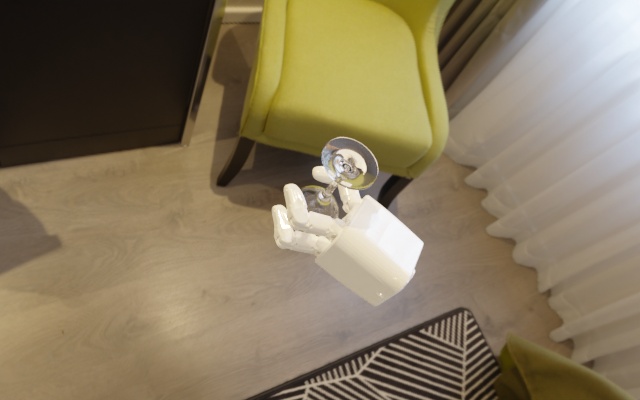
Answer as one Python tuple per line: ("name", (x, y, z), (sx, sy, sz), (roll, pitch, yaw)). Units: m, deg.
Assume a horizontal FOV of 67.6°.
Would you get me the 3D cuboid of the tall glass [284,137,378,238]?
("tall glass", (0.000, 0.002, 0.648), (0.079, 0.079, 0.201), (0, -28, -25))
